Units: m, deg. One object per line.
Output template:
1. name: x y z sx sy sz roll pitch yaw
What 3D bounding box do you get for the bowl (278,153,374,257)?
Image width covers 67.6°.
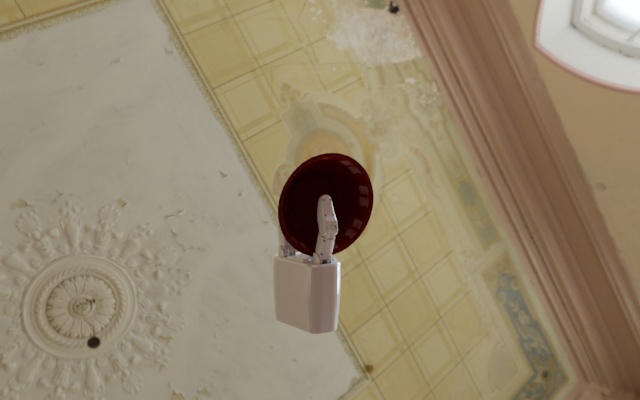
1. bowl: 0.000 0.001 0.736 0.162 0.162 0.055 0 14 -28
